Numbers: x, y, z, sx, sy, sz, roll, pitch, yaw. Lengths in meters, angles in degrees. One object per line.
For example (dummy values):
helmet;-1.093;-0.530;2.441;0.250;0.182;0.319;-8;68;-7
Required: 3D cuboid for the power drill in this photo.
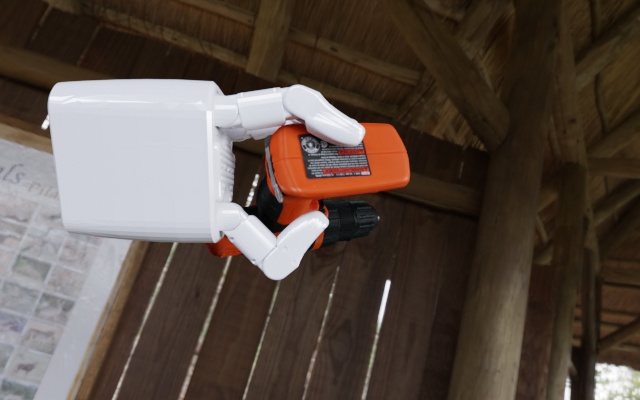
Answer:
power drill;0.000;0.001;0.423;0.184;0.057;0.188;-6;-20;-24
